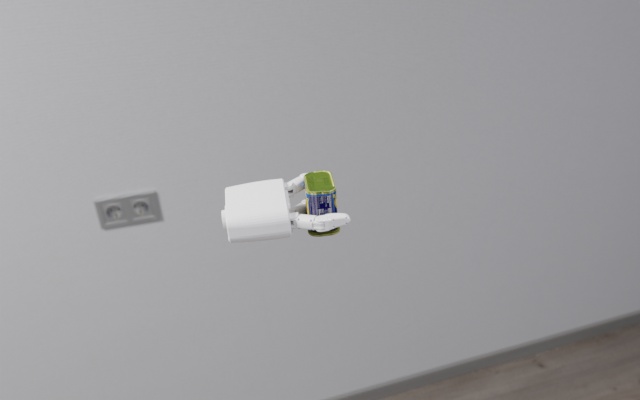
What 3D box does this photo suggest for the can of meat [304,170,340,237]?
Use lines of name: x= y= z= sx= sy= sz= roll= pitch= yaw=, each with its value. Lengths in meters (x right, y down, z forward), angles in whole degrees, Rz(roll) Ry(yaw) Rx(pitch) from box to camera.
can of meat: x=0.000 y=0.003 z=0.846 sx=0.057 sy=0.084 sz=0.102 roll=-6 pitch=25 yaw=-4
